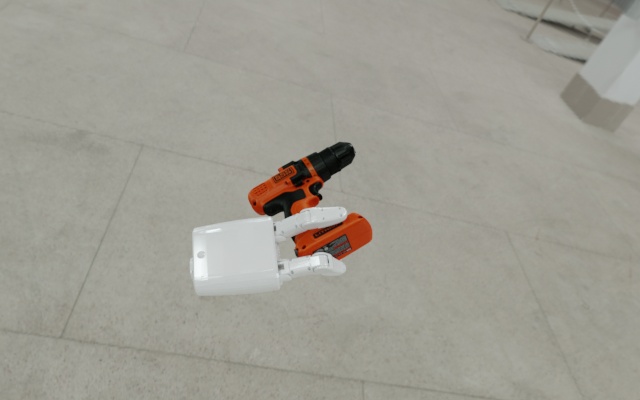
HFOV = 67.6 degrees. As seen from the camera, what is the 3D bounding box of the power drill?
[{"bbox_3d":[0.000,0.003,0.697,0.184,0.057,0.187,-31,43,-4],"label":"power drill"}]
